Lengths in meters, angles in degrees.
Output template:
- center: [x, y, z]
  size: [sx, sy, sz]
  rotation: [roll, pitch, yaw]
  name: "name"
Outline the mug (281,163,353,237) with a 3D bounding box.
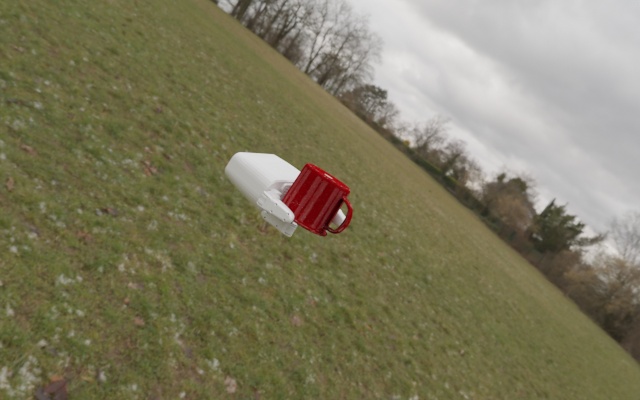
- center: [0.001, 0.003, 0.725]
  size: [0.117, 0.081, 0.093]
  rotation: [37, 9, 32]
  name: "mug"
